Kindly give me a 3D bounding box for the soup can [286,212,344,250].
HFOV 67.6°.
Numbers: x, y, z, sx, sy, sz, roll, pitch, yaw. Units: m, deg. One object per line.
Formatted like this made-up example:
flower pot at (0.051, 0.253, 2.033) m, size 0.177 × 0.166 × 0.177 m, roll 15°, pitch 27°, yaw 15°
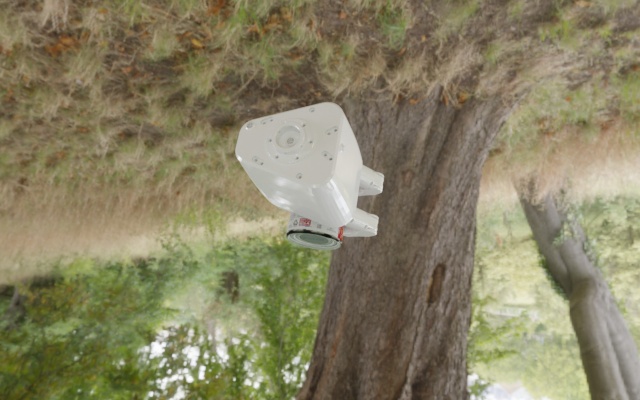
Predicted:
soup can at (0.000, 0.002, 0.579) m, size 0.068 × 0.102 × 0.068 m, roll 9°, pitch -20°, yaw 3°
